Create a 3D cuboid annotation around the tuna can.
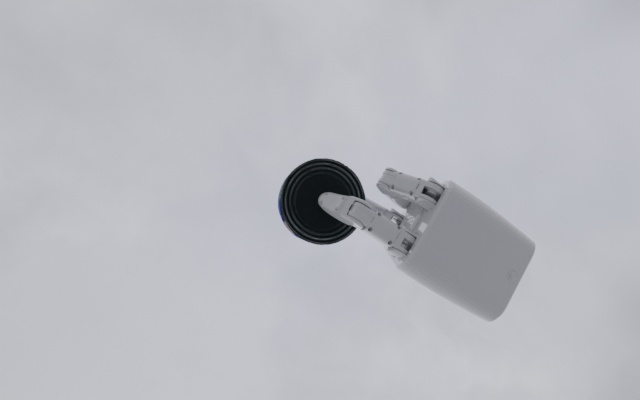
[{"bbox_3d":[0.000,0.002,0.486,0.086,0.086,0.034,0,-2,-11],"label":"tuna can"}]
